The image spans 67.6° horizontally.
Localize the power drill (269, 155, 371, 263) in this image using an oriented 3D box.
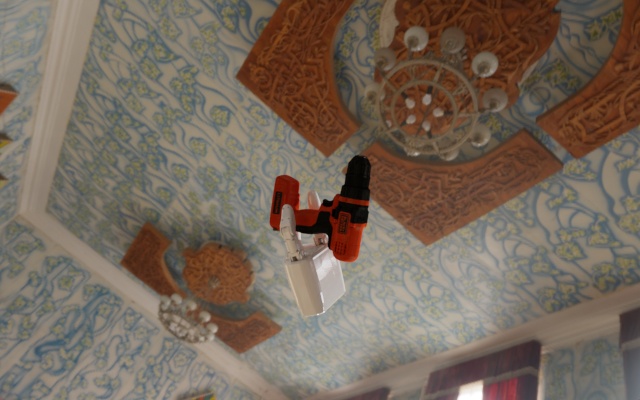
[{"bbox_3d":[0.000,0.003,0.851,0.187,0.184,0.057,12,4,36],"label":"power drill"}]
